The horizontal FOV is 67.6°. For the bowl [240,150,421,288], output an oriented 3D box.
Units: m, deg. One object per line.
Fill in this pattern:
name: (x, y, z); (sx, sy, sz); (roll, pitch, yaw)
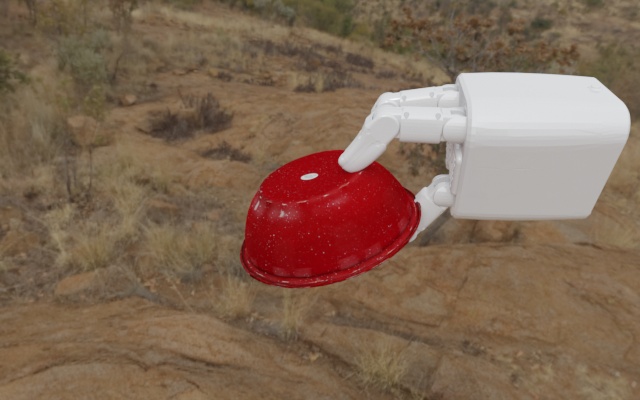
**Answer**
bowl: (-0.001, 0.001, 0.404); (0.162, 0.055, 0.162); (-15, 27, 8)
